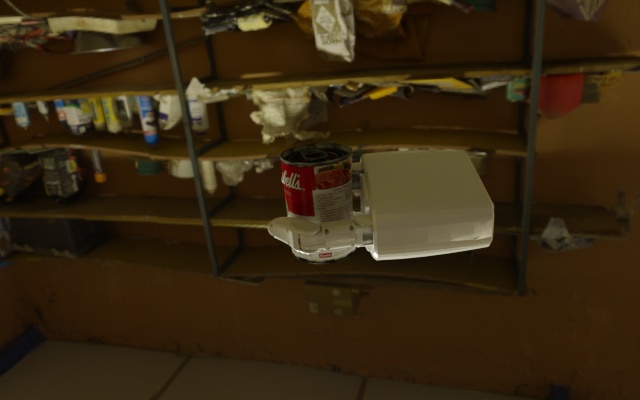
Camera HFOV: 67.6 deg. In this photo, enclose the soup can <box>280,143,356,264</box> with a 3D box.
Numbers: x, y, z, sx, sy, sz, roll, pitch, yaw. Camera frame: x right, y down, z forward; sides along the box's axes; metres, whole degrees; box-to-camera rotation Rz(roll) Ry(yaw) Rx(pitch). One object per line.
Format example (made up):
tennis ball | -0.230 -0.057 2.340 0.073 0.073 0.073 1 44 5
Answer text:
soup can | 0.000 0.002 0.465 0.068 0.102 0.068 -4 22 2
